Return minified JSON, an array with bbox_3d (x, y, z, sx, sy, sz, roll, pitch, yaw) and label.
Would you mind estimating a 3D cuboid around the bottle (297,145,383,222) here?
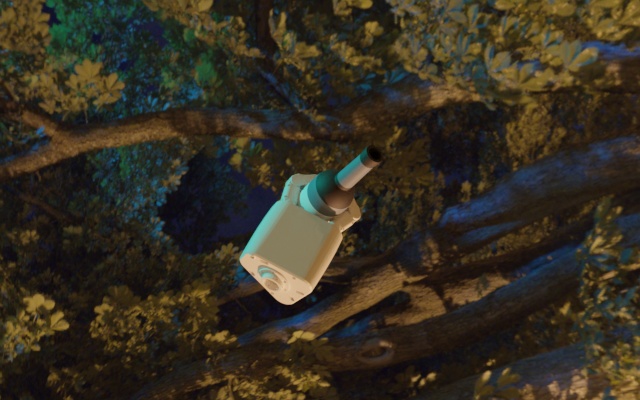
[{"bbox_3d":[0.000,0.002,0.738,0.069,0.069,0.296,0,-26,-33],"label":"bottle"}]
